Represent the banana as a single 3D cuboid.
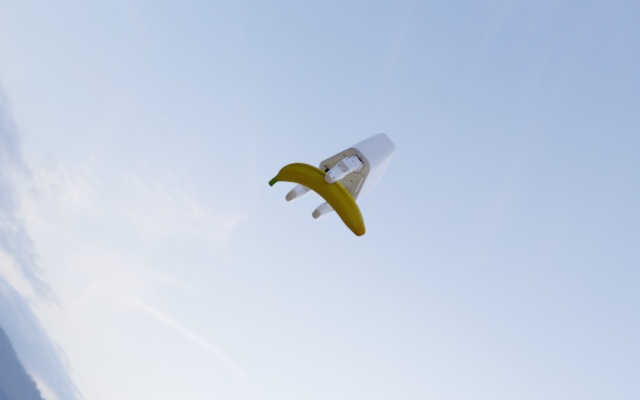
[{"bbox_3d":[0.002,-0.014,0.800,0.197,0.070,0.037,30,34,22],"label":"banana"}]
